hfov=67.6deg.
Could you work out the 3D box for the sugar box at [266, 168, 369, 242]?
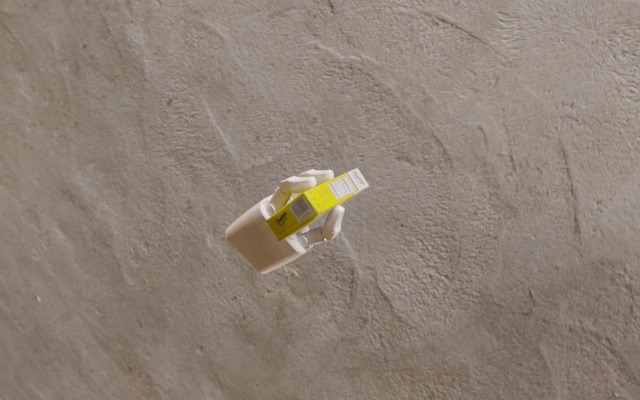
[{"bbox_3d":[0.000,0.002,0.775,0.093,0.048,0.176,-35,-2,33],"label":"sugar box"}]
